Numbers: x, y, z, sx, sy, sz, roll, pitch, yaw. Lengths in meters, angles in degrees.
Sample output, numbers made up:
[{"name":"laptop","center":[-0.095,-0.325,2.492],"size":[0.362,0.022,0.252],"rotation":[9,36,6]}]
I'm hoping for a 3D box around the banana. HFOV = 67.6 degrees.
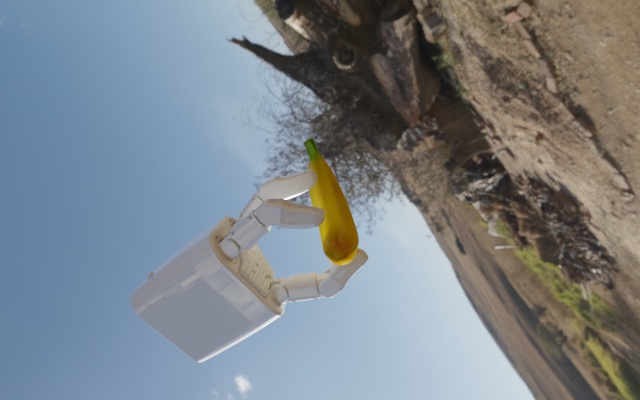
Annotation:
[{"name":"banana","center":[0.009,0.012,0.495],"size":[0.037,0.070,0.197],"rotation":[-31,36,10]}]
